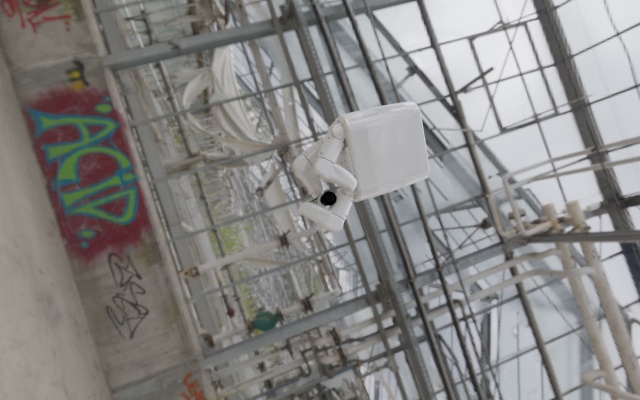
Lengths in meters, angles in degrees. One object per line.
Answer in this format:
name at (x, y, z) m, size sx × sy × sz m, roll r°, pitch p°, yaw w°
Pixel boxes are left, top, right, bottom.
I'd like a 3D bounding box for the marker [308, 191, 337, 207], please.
marker at (0.000, 0.002, 0.661) m, size 0.020 × 0.020 × 0.121 m, roll 0°, pitch -6°, yaw -12°
